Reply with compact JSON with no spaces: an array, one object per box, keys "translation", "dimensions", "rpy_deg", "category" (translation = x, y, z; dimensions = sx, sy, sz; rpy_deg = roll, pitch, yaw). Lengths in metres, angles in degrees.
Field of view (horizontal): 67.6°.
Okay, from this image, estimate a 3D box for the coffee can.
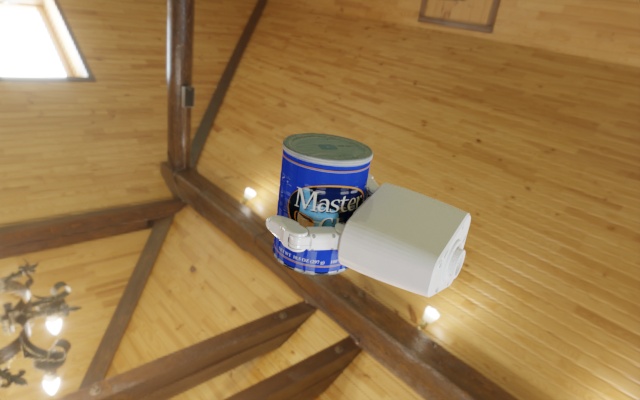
[{"translation":[0.000,0.002,0.565],"dimensions":[0.103,0.140,0.102],"rpy_deg":[7,23,-3],"category":"coffee can"}]
